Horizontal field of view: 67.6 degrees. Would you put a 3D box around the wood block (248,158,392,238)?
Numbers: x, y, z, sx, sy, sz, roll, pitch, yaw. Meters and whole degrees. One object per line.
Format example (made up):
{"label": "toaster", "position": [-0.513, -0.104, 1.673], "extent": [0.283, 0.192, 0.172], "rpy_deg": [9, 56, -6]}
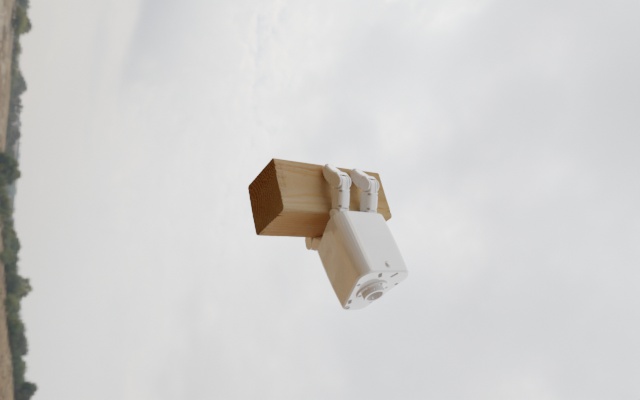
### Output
{"label": "wood block", "position": [0.000, 0.003, 0.768], "extent": [0.206, 0.090, 0.091], "rpy_deg": [6, -32, -35]}
